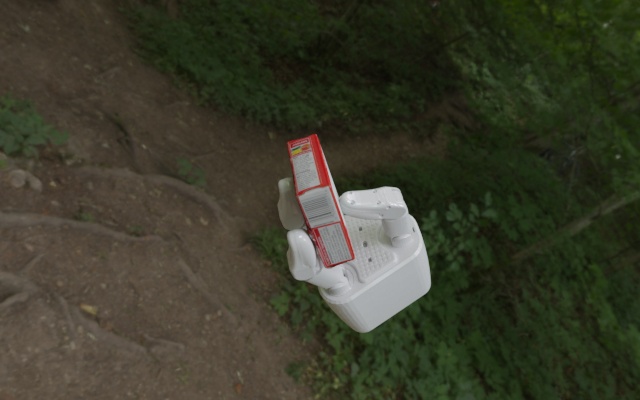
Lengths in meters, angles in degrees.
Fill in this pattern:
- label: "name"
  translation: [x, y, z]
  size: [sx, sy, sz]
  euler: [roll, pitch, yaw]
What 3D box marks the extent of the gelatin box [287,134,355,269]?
- label: "gelatin box"
  translation: [0.000, 0.001, 0.402]
  size: [0.030, 0.089, 0.073]
  euler: [-17, 41, 4]
